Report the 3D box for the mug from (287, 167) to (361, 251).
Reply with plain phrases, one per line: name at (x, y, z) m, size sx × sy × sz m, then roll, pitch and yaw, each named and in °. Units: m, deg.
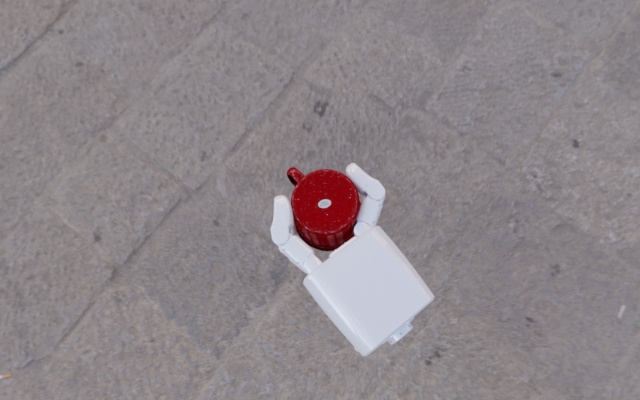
mug at (-0.001, 0.001, 0.594) m, size 0.093 × 0.117 × 0.081 m, roll -40°, pitch -14°, yaw -6°
